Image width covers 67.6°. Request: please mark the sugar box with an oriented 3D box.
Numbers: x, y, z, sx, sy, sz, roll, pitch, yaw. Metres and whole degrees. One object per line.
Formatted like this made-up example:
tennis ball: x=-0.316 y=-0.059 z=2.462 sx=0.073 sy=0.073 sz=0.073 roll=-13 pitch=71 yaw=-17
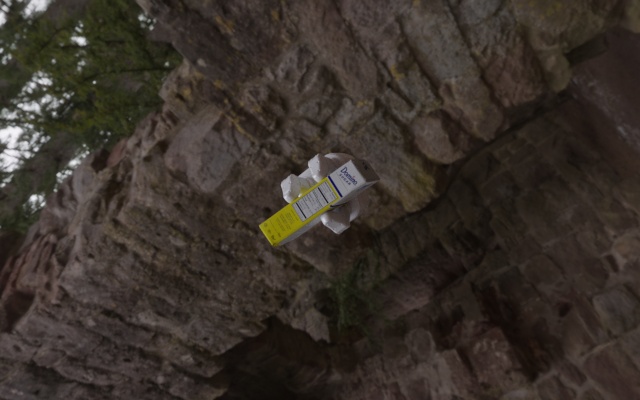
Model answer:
sugar box: x=0.000 y=0.002 z=0.724 sx=0.176 sy=0.048 sz=0.093 roll=-38 pitch=-8 yaw=17
